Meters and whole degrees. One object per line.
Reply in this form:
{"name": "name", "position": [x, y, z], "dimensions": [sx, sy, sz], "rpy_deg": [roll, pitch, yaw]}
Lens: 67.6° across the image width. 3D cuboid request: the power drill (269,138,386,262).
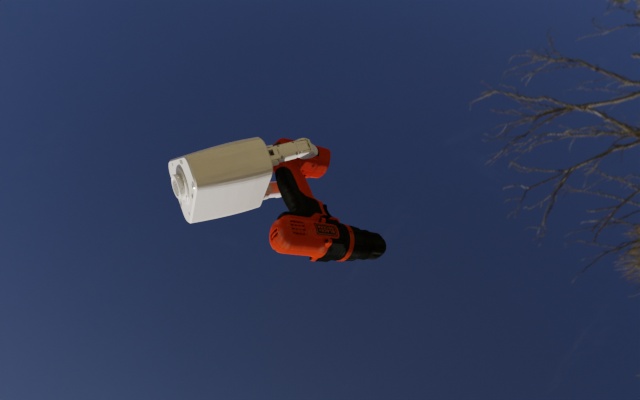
{"name": "power drill", "position": [0.000, 0.002, 0.691], "dimensions": [0.184, 0.187, 0.057], "rpy_deg": [11, -45, -35]}
